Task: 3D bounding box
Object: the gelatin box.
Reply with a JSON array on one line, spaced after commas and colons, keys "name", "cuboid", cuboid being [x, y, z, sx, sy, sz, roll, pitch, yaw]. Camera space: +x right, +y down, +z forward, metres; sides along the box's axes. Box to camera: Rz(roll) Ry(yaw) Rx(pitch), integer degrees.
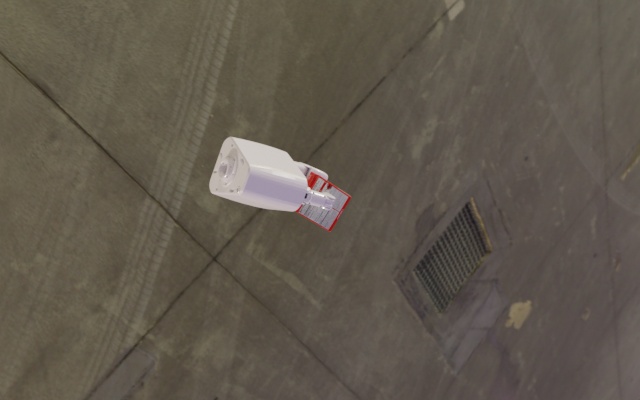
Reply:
[{"name": "gelatin box", "cuboid": [0.001, 0.003, 0.826, 0.089, 0.073, 0.030, 32, -1, -37]}]
